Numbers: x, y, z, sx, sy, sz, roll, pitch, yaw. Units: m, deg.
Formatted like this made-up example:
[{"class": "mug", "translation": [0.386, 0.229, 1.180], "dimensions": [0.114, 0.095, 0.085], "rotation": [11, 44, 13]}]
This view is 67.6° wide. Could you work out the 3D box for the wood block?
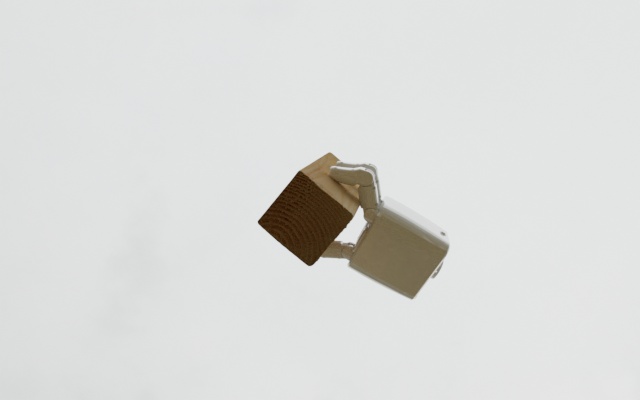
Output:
[{"class": "wood block", "translation": [0.000, 0.003, 0.677], "dimensions": [0.090, 0.091, 0.206], "rotation": [40, 16, 1]}]
